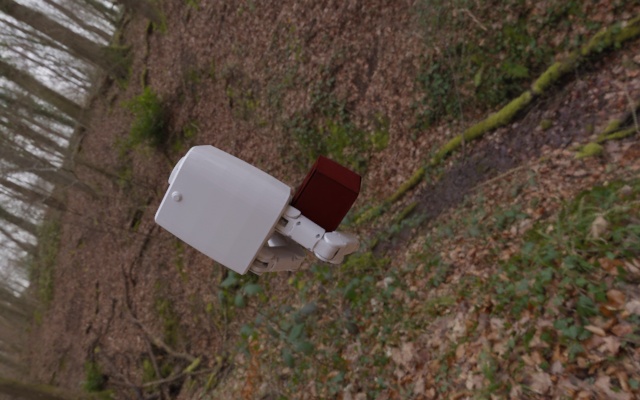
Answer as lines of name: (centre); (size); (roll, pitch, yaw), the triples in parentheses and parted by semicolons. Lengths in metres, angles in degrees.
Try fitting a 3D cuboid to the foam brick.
foam brick: (0.000, 0.001, 0.494); (0.051, 0.078, 0.053); (31, 22, -6)
